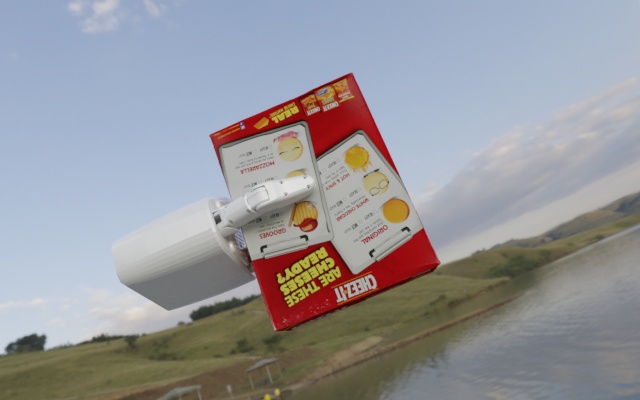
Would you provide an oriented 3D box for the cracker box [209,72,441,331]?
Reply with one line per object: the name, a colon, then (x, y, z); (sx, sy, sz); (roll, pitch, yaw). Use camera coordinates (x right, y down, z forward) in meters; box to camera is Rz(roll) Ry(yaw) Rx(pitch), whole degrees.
cracker box: (0.000, 0.001, 0.487); (0.164, 0.213, 0.072); (-23, -17, 4)
